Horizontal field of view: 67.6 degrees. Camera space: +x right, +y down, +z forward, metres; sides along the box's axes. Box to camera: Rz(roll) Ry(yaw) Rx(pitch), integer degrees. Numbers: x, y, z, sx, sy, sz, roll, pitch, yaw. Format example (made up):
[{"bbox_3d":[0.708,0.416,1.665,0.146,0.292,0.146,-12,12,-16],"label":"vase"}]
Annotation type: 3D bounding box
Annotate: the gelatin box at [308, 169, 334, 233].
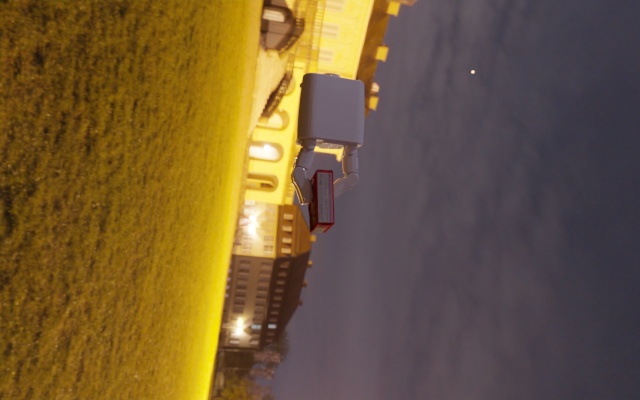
[{"bbox_3d":[0.001,0.003,0.768,0.030,0.089,0.073,1,-14,-11],"label":"gelatin box"}]
